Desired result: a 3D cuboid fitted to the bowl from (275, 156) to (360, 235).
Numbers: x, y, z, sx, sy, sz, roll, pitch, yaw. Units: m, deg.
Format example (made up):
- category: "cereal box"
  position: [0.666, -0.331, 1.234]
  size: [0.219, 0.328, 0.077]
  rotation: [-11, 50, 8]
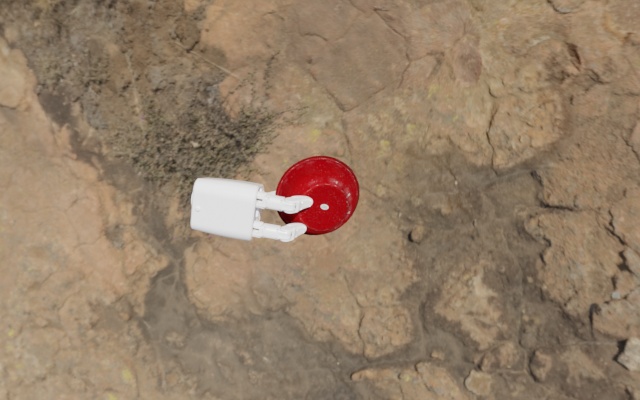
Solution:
- category: "bowl"
  position: [0.002, 0.003, 0.871]
  size: [0.162, 0.162, 0.055]
  rotation: [0, 23, -13]
